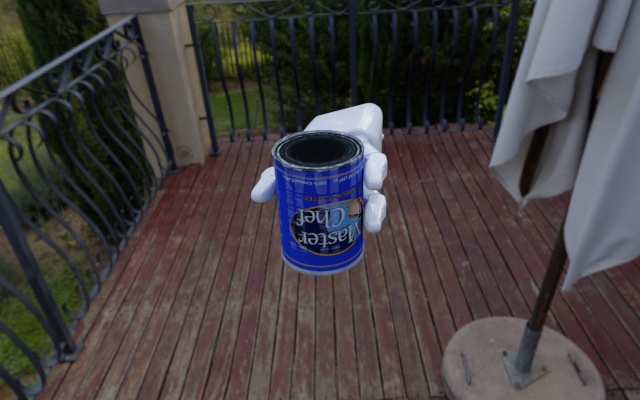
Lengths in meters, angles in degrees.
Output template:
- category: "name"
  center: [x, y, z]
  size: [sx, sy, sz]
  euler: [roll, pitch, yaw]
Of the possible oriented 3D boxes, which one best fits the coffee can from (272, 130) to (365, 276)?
- category: "coffee can"
  center: [0.000, 0.002, 0.559]
  size: [0.103, 0.140, 0.102]
  euler: [-2, 31, 1]
